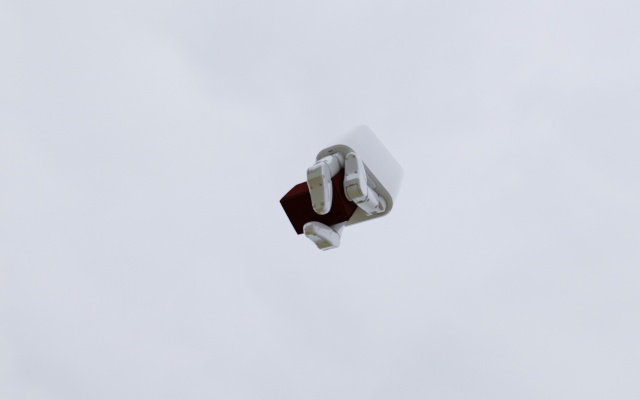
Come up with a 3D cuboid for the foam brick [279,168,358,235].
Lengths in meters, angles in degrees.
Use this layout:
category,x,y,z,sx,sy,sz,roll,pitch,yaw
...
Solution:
category,x,y,z,sx,sy,sz,roll,pitch,yaw
foam brick,0.000,0.002,0.596,0.078,0.053,0.051,-17,18,27
